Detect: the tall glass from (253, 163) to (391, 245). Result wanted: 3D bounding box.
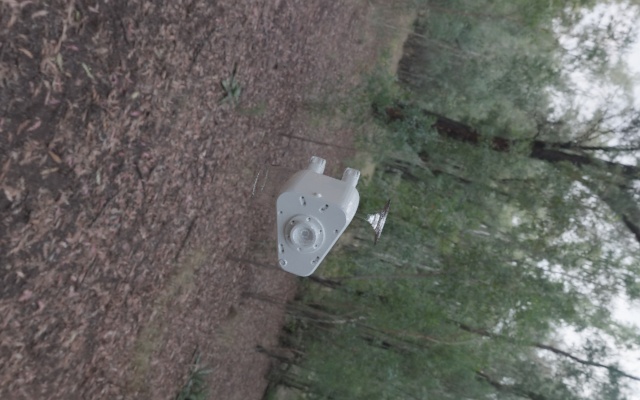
[{"bbox_3d":[0.001,0.003,0.733,0.201,0.079,0.079,18,1,4],"label":"tall glass"}]
